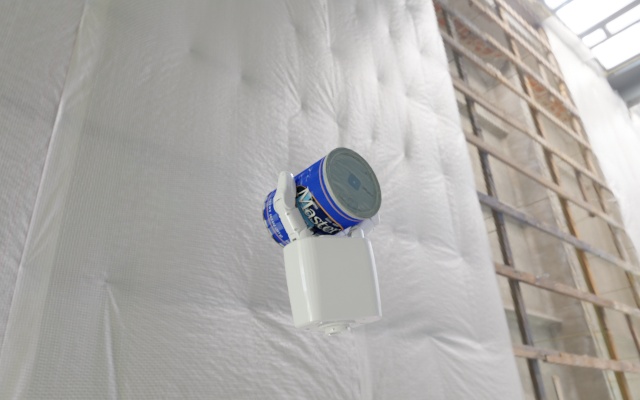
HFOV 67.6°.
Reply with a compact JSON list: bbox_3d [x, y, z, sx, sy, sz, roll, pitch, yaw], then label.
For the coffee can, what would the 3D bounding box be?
[{"bbox_3d":[0.000,0.002,0.671,0.103,0.102,0.140,0,-23,-45],"label":"coffee can"}]
